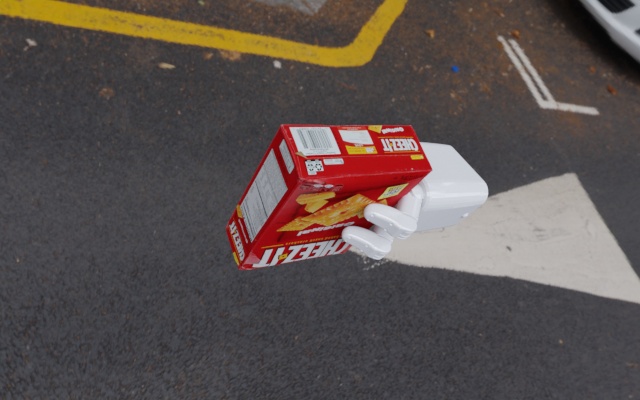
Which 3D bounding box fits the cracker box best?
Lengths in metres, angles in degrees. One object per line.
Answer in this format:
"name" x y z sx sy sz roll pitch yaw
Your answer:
"cracker box" 0.000 0.002 0.558 0.164 0.072 0.214 -5 -28 -30
